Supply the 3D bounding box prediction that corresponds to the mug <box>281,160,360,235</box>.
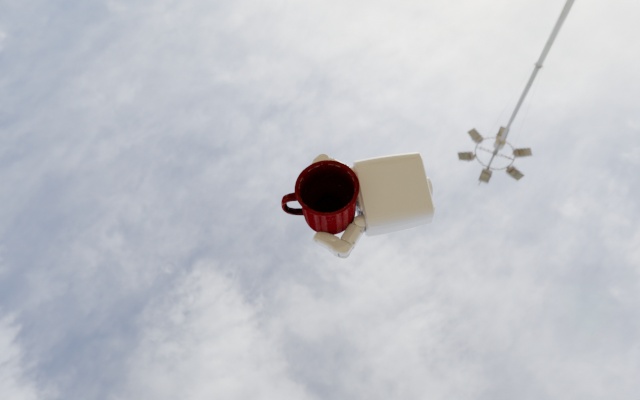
[{"bbox_3d":[-0.001,0.003,0.712,0.117,0.093,0.081,-9,-29,-1],"label":"mug"}]
